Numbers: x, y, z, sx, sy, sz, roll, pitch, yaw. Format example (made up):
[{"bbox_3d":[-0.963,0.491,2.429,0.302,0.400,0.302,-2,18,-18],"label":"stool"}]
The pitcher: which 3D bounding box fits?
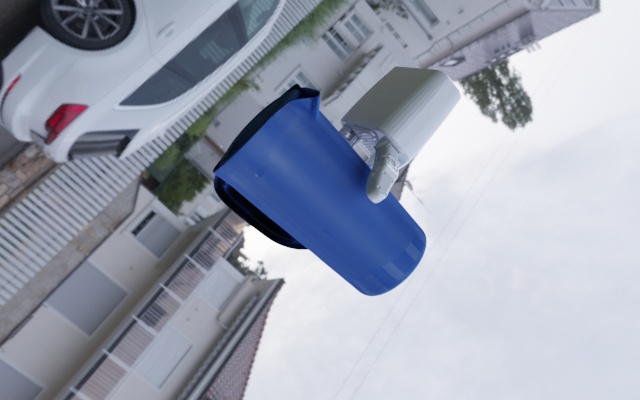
[{"bbox_3d":[0.000,0.002,0.554,0.243,0.145,0.149,45,-11,-16],"label":"pitcher"}]
